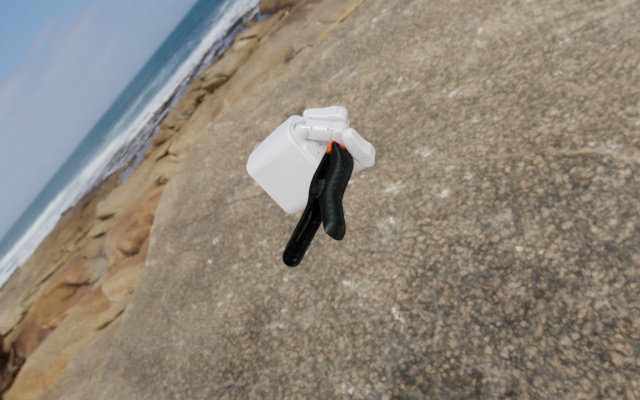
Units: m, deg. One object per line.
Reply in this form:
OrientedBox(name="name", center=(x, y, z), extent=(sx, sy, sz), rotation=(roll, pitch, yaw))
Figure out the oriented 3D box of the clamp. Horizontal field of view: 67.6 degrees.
OrientedBox(name="clamp", center=(0.000, 0.001, 0.592), extent=(0.039, 0.171, 0.120), rotation=(35, -46, -21))
